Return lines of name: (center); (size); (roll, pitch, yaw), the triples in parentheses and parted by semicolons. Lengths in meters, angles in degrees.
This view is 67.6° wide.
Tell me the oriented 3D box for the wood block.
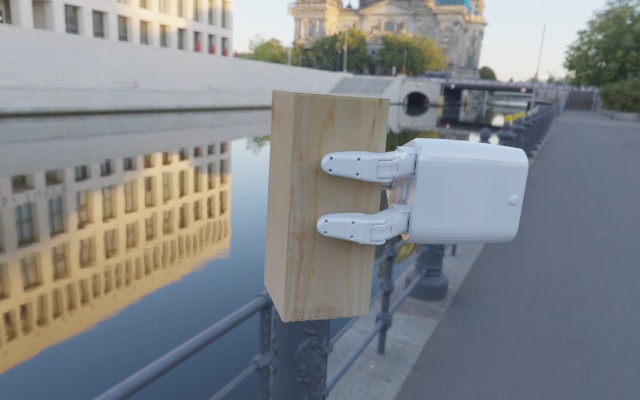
wood block: (0.000, 0.001, 0.465); (0.090, 0.206, 0.090); (0, 14, -18)
